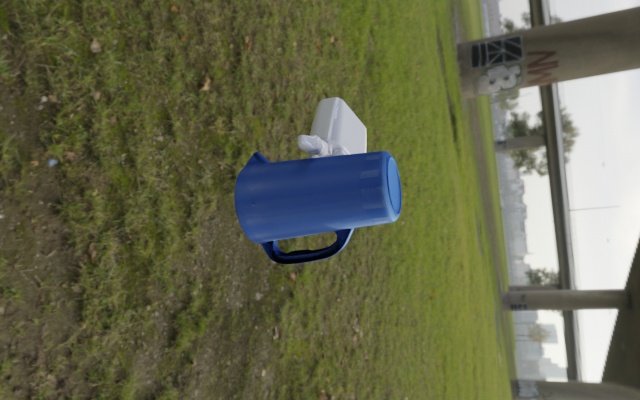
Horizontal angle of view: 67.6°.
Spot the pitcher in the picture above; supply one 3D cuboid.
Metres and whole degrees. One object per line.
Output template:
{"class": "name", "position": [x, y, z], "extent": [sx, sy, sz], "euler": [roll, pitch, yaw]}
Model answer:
{"class": "pitcher", "position": [0.000, 0.002, 0.754], "extent": [0.243, 0.145, 0.149], "euler": [-7, -40, 21]}
